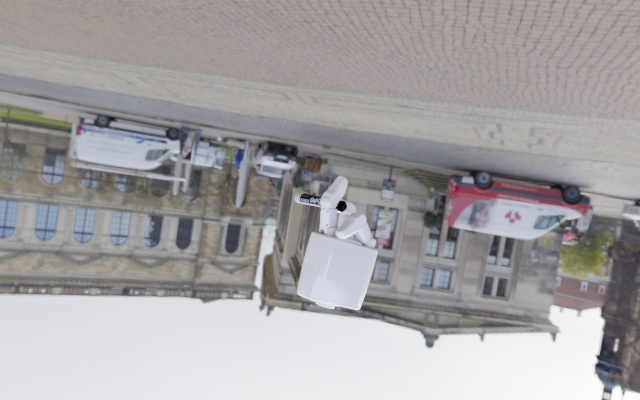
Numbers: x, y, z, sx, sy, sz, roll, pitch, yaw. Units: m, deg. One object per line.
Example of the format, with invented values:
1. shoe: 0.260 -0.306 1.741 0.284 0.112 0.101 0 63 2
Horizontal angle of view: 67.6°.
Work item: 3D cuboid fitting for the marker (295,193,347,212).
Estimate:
1. marker: 0.000 0.003 0.815 0.020 0.020 0.121 0 7 -42
